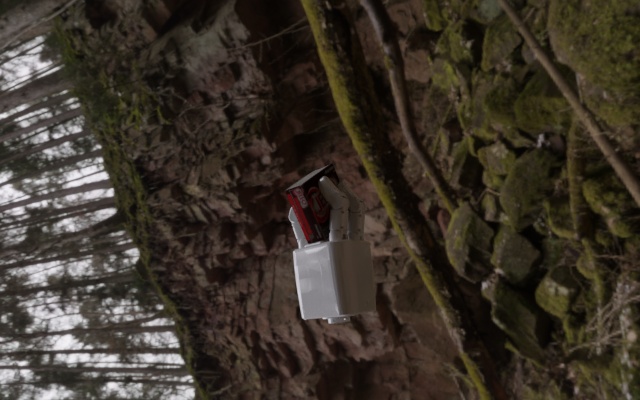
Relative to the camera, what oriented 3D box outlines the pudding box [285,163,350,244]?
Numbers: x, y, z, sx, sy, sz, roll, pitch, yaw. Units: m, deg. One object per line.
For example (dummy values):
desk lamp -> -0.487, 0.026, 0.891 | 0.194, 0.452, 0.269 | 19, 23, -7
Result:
pudding box -> 0.000, 0.003, 0.736 | 0.039, 0.090, 0.113 | -16, 13, 28
